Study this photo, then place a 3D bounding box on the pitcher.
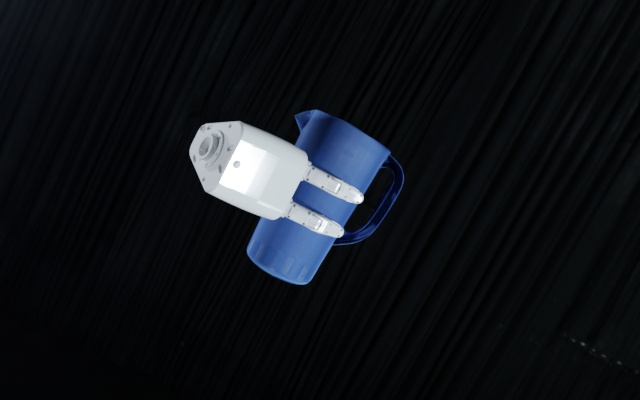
[{"bbox_3d":[0.000,0.002,0.711,0.145,0.243,0.149,24,6,-45],"label":"pitcher"}]
